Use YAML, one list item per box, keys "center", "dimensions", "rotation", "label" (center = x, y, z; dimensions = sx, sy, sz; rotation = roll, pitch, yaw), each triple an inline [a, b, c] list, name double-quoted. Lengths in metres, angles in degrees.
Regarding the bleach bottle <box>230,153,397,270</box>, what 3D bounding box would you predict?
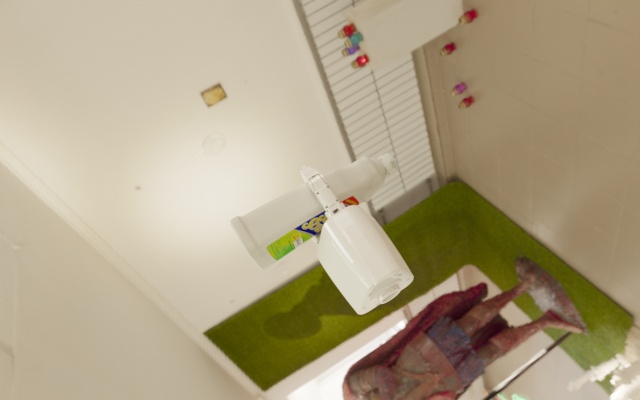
- center: [0.000, 0.002, 0.693]
  dimensions: [0.251, 0.068, 0.103]
  rotation: [-32, -25, -7]
  label: "bleach bottle"
